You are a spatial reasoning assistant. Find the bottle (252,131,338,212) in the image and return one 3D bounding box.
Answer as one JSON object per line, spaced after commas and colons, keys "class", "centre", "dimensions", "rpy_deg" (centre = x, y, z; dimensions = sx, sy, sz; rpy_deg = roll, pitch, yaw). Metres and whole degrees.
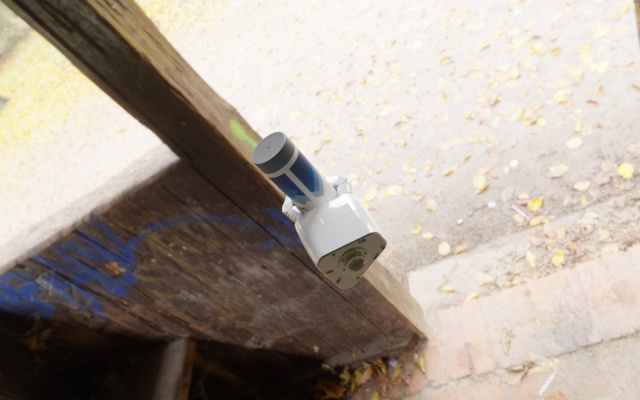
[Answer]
{"class": "bottle", "centre": [0.000, 0.002, 0.823], "dimensions": [0.069, 0.069, 0.296], "rpy_deg": [0, -35, 42]}
